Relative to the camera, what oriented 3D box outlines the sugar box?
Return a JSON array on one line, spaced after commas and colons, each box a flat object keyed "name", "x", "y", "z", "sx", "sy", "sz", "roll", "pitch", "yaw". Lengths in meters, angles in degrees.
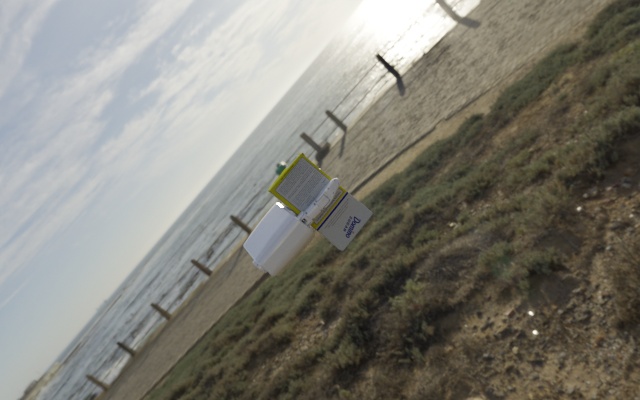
[{"name": "sugar box", "x": 0.000, "y": 0.003, "z": 0.881, "sx": 0.176, "sy": 0.093, "sz": 0.048, "roll": 41, "pitch": -5, "yaw": -12}]
